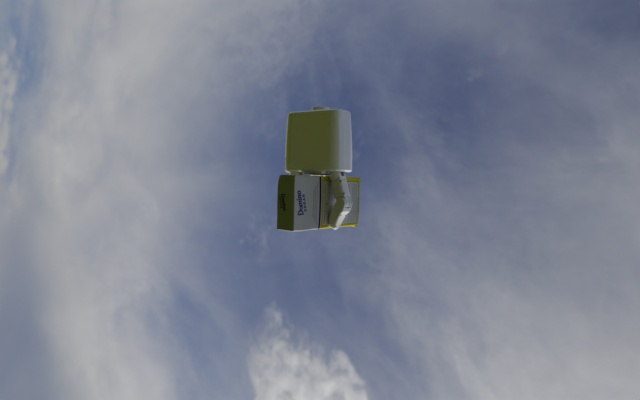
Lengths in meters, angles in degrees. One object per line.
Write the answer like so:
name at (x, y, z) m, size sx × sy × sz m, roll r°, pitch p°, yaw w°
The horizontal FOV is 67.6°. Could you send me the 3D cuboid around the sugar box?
sugar box at (0.000, 0.003, 0.836) m, size 0.048 × 0.093 × 0.176 m, roll 4°, pitch 3°, yaw 43°
